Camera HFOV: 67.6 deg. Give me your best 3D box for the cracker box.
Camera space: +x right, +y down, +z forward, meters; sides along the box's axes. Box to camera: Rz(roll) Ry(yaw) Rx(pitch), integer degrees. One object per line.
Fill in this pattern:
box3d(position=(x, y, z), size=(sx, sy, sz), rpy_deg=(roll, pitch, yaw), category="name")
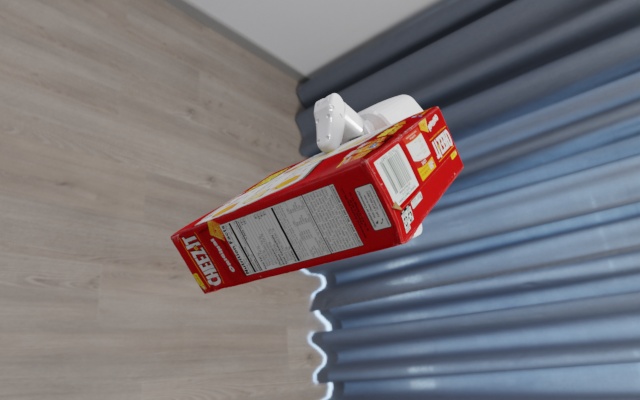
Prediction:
box3d(position=(0.000, 0.001, 0.428), size=(0.214, 0.072, 0.164), rpy_deg=(-20, 11, 36), category="cracker box")
